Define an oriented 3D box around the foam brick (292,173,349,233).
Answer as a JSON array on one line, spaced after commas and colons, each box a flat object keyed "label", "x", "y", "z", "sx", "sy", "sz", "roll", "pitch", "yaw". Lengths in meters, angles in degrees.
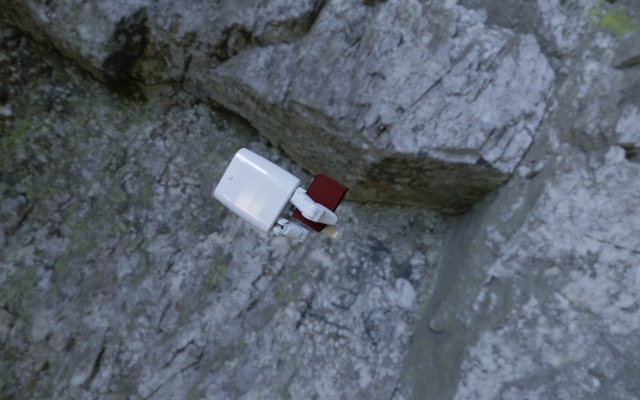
[{"label": "foam brick", "x": 0.000, "y": 0.002, "z": 0.746, "sx": 0.051, "sy": 0.078, "sz": 0.053, "roll": 33, "pitch": 10, "yaw": 6}]
